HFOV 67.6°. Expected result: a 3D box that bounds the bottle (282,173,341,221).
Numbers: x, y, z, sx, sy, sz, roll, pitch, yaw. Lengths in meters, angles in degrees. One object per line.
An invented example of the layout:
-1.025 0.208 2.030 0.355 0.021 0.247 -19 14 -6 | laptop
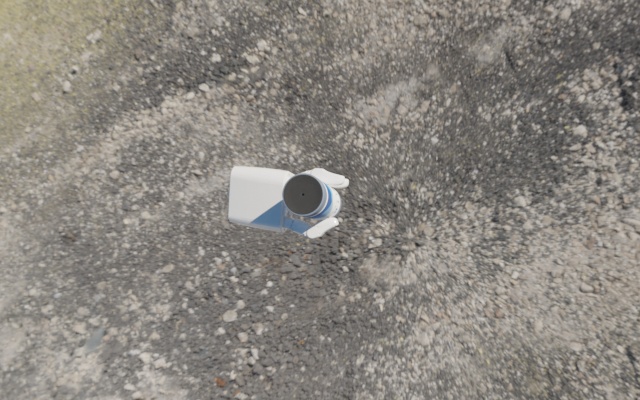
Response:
0.000 0.003 0.871 0.069 0.069 0.296 0 -5 11 | bottle
